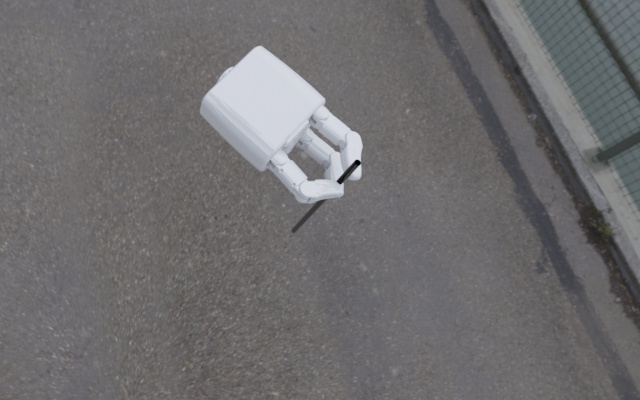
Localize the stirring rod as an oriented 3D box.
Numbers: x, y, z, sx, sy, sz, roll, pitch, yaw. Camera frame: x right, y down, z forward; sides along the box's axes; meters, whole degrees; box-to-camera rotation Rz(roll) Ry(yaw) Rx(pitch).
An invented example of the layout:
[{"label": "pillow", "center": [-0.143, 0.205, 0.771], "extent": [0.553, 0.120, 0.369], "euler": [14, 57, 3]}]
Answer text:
[{"label": "stirring rod", "center": [0.000, 0.002, 0.640], "extent": [0.011, 0.011, 0.240], "euler": [0, -22, -22]}]
